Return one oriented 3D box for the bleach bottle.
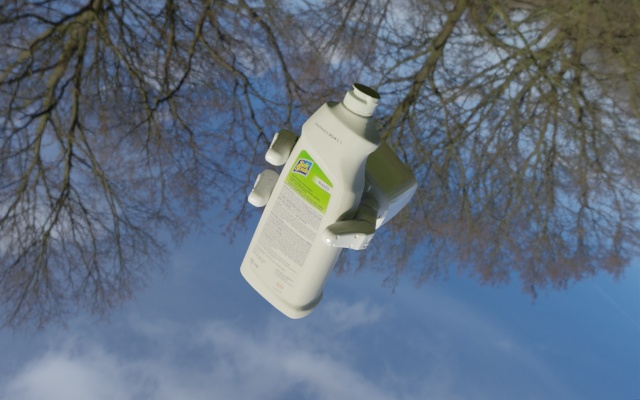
[{"bbox_3d":[0.000,0.002,0.498,0.102,0.251,0.068,37,30,17],"label":"bleach bottle"}]
